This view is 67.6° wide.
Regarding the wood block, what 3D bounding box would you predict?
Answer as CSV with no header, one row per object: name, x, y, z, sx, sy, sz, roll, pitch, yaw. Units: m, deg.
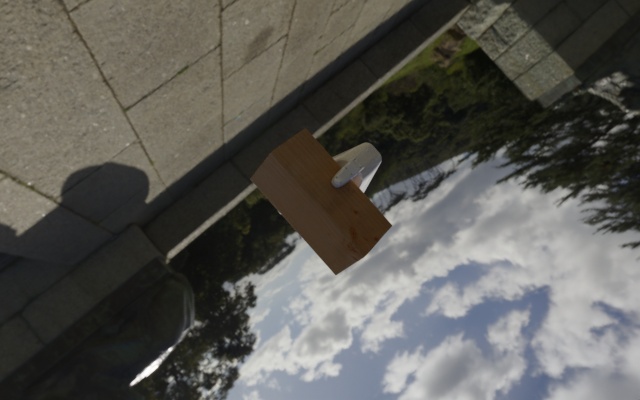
wood block,0.001,0.002,0.754,0.090,0.206,0.091,-41,-1,-40
